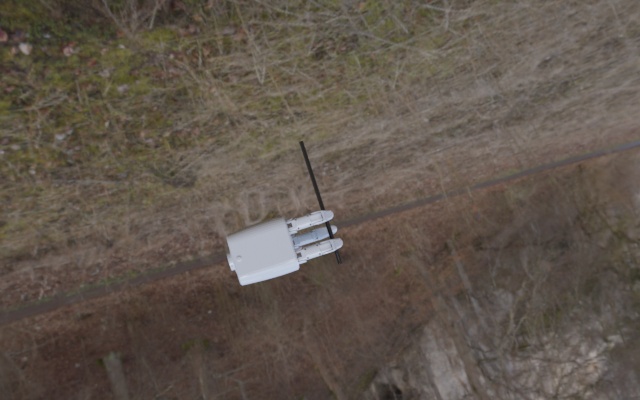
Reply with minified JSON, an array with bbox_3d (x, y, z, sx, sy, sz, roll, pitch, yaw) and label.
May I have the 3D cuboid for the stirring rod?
[{"bbox_3d":[0.000,0.003,0.892,0.011,0.239,0.011,-18,-4,-1],"label":"stirring rod"}]
